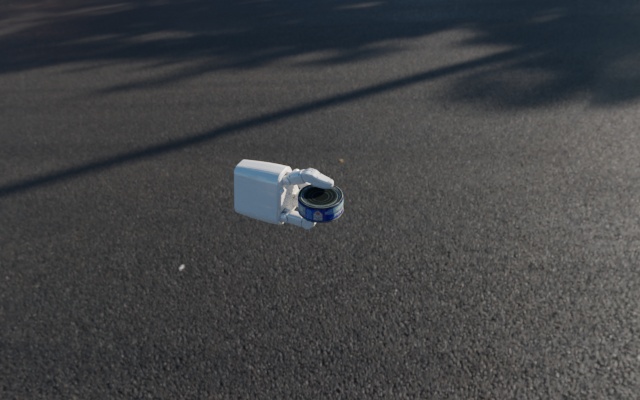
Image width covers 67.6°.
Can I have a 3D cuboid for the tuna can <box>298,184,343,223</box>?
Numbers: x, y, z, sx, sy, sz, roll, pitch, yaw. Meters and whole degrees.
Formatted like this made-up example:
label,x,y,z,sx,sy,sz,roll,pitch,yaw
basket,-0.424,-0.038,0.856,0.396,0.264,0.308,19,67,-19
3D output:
label,x,y,z,sx,sy,sz,roll,pitch,yaw
tuna can,0.000,0.002,0.883,0.086,0.034,0.086,0,36,0
